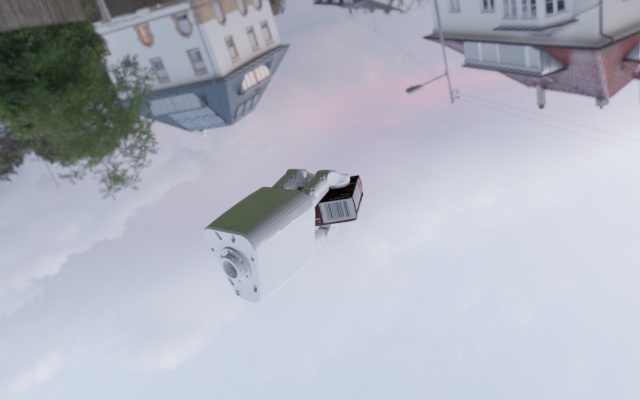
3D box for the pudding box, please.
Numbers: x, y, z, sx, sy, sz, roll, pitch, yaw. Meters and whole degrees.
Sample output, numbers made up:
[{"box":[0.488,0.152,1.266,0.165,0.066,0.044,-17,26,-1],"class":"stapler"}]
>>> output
[{"box":[0.000,0.002,0.680,0.113,0.039,0.090,-7,22,14],"class":"pudding box"}]
